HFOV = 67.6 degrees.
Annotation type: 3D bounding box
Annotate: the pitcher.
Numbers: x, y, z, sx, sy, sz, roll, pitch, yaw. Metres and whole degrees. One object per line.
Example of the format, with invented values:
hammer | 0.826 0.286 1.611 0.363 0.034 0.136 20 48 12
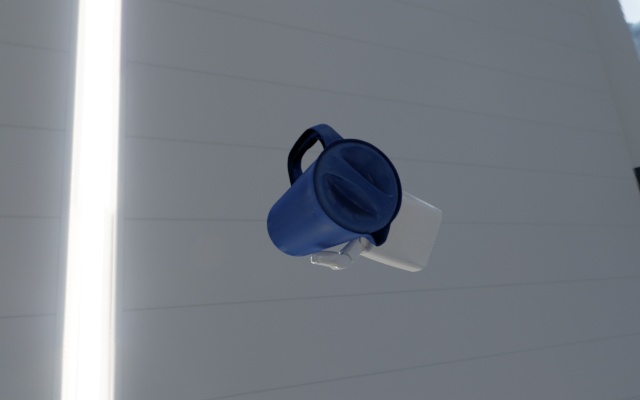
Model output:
pitcher | 0.000 0.002 0.725 0.145 0.149 0.243 22 -24 -18
